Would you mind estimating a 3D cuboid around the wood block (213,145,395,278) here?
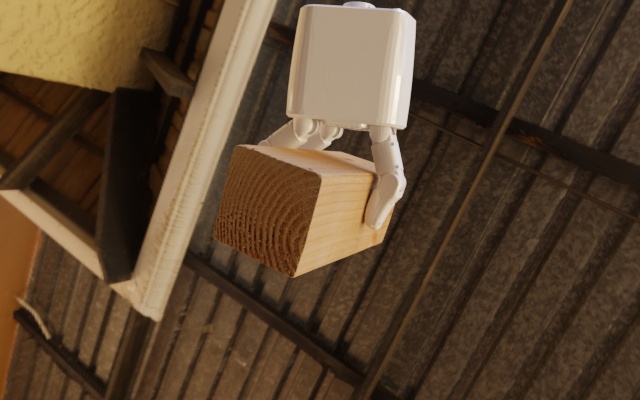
[{"bbox_3d":[0.001,0.001,0.484,0.091,0.090,0.206,22,13,25],"label":"wood block"}]
